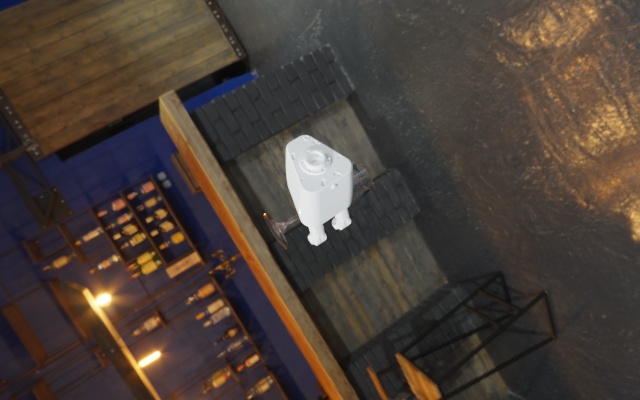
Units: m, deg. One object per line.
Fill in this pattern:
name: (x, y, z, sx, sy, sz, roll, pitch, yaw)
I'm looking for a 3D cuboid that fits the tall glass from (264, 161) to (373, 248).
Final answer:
tall glass: (0.000, 0.003, 0.877, 0.201, 0.079, 0.079, -32, 10, -17)
